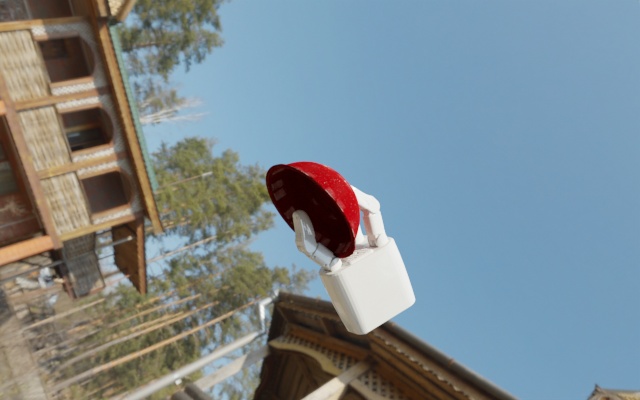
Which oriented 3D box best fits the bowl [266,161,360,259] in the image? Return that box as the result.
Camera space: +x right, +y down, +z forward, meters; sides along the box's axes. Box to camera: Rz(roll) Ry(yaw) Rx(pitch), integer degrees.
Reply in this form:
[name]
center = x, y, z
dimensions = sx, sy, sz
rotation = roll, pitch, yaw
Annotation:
[bowl]
center = 0.000, 0.001, 0.658
dimensions = 0.055, 0.162, 0.162
rotation = -43, 23, -27
